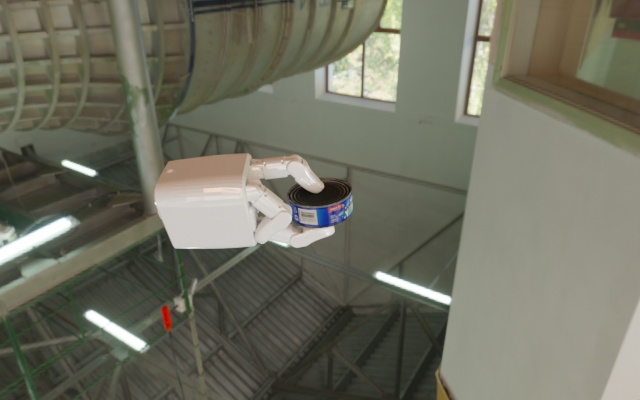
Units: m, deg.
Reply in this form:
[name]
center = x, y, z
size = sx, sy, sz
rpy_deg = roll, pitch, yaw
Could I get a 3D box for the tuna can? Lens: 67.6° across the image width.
[tuna can]
center = 0.000, 0.003, 0.634
size = 0.086, 0.034, 0.086
rpy_deg = -5, 27, 3
